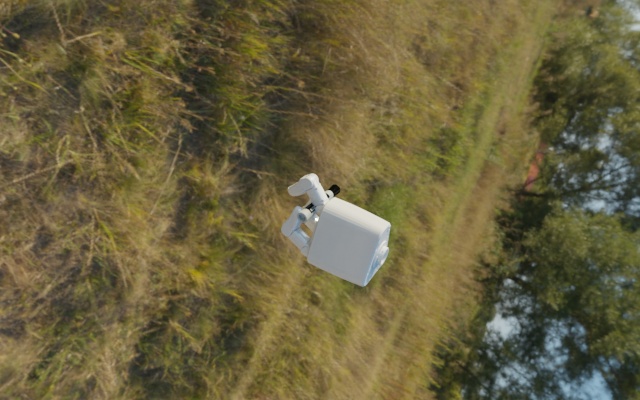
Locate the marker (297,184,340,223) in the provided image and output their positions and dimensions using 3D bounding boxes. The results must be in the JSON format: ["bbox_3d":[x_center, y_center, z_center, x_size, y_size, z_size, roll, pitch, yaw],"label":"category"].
[{"bbox_3d":[0.000,0.003,0.808,0.020,0.020,0.121,0,24,33],"label":"marker"}]
